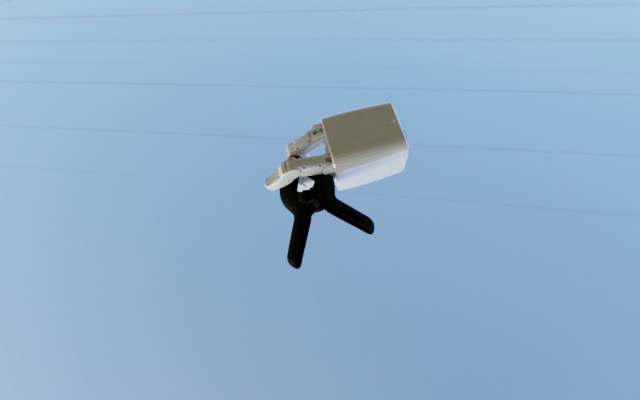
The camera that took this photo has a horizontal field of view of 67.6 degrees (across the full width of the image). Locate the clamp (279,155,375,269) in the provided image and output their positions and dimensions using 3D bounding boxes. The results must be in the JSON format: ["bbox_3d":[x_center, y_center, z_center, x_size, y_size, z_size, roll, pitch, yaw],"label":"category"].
[{"bbox_3d":[0.000,0.002,0.654,0.120,0.171,0.039,-15,-31,1],"label":"clamp"}]
